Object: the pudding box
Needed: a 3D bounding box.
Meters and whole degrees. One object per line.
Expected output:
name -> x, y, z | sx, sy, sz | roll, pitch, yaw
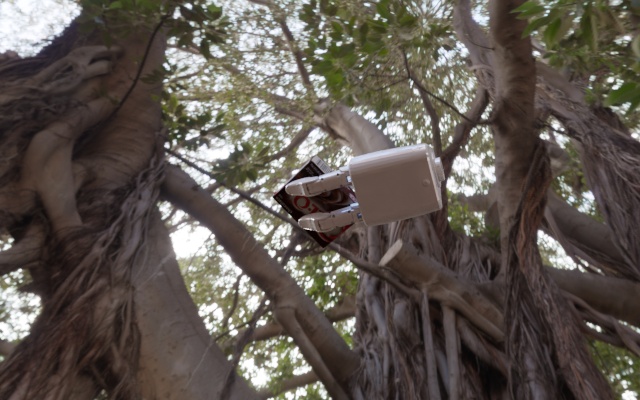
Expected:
pudding box -> 0.000, 0.002, 0.706 | 0.090, 0.113, 0.039 | -42, 5, 26
